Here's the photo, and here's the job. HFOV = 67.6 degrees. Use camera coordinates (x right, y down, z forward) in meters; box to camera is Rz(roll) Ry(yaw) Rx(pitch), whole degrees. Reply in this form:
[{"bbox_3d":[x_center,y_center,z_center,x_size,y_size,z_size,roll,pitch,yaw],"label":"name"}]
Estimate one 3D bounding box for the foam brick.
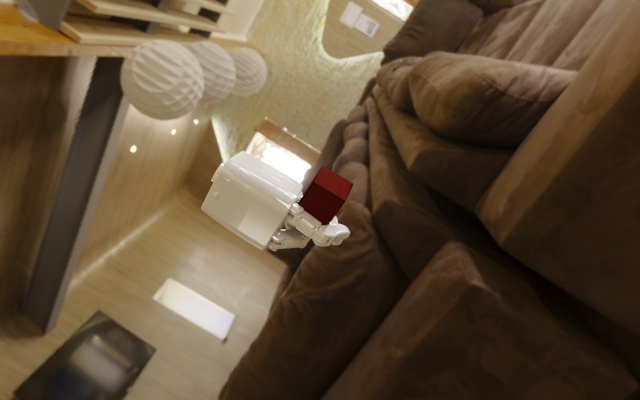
[{"bbox_3d":[0.000,0.002,0.661,0.051,0.078,0.053,33,32,-3],"label":"foam brick"}]
